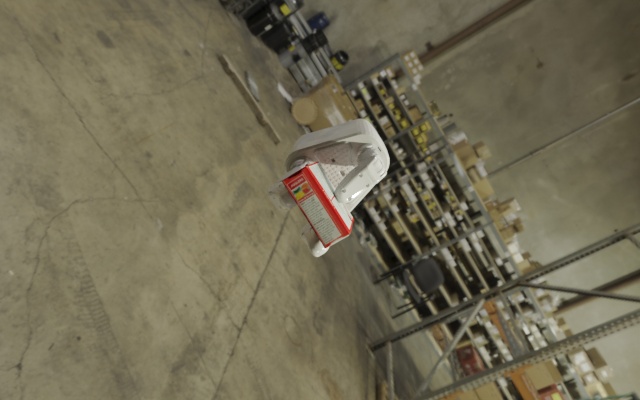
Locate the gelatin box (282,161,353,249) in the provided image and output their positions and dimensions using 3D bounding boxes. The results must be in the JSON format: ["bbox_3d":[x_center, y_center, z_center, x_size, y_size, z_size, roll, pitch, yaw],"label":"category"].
[{"bbox_3d":[0.000,0.001,0.464,0.030,0.073,0.089,-32,3,9],"label":"gelatin box"}]
